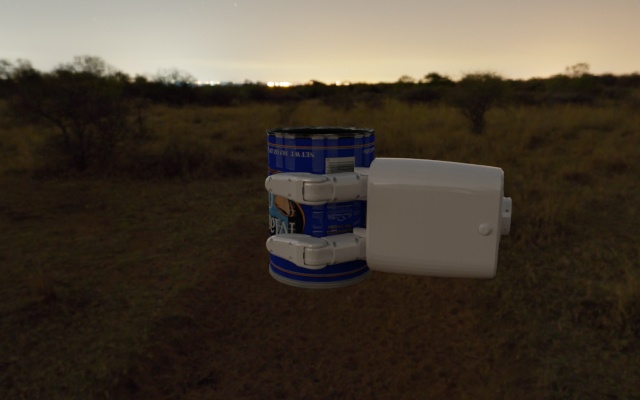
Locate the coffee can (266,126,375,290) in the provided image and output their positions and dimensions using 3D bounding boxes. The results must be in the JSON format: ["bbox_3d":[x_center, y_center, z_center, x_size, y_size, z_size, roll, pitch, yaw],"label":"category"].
[{"bbox_3d":[0.000,0.002,0.465,0.103,0.140,0.102,0,13,0],"label":"coffee can"}]
